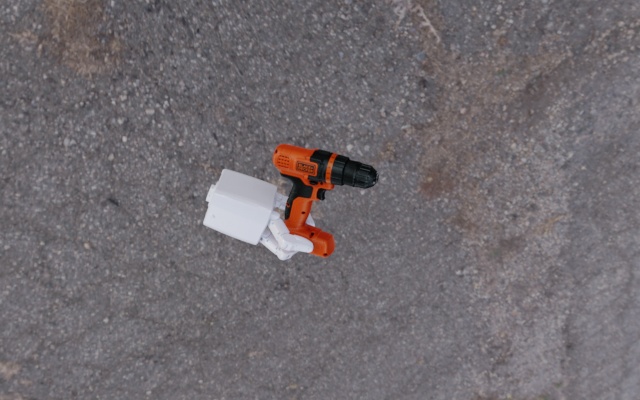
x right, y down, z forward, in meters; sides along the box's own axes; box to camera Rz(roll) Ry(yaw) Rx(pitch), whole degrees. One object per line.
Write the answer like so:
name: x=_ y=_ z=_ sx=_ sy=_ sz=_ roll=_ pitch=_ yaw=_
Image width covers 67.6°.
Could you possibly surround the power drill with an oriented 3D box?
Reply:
power drill: x=0.000 y=0.003 z=0.837 sx=0.184 sy=0.188 sz=0.057 roll=16 pitch=26 yaw=16
